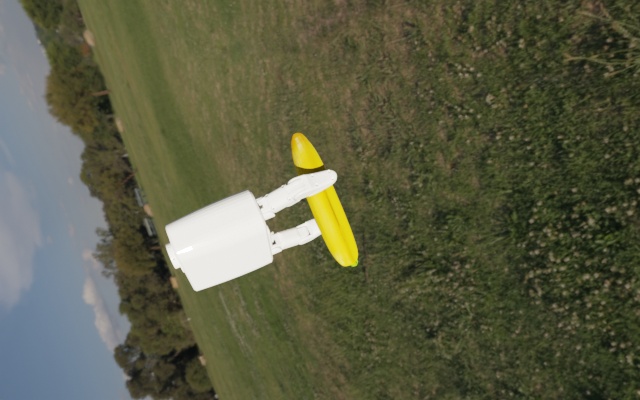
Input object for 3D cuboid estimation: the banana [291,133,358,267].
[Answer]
[{"bbox_3d":[0.005,0.007,0.610,0.037,0.198,0.069,-23,9,-7],"label":"banana"}]
